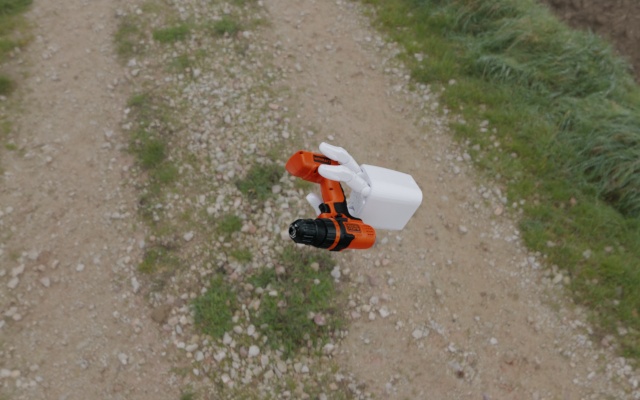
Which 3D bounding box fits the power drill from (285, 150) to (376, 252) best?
[{"bbox_3d":[0.000,0.002,0.838,0.184,0.187,0.057,10,-40,-43],"label":"power drill"}]
